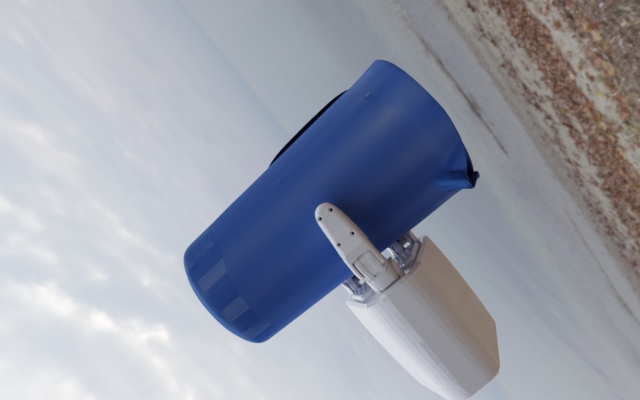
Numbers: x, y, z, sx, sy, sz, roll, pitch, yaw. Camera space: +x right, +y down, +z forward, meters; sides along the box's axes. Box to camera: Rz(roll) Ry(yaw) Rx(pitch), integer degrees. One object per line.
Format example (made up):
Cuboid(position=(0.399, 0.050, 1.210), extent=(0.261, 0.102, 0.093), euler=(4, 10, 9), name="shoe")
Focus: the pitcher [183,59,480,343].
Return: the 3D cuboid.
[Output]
Cuboid(position=(0.000, 0.002, 0.422), extent=(0.243, 0.145, 0.149), euler=(-41, -2, 2), name="pitcher")
